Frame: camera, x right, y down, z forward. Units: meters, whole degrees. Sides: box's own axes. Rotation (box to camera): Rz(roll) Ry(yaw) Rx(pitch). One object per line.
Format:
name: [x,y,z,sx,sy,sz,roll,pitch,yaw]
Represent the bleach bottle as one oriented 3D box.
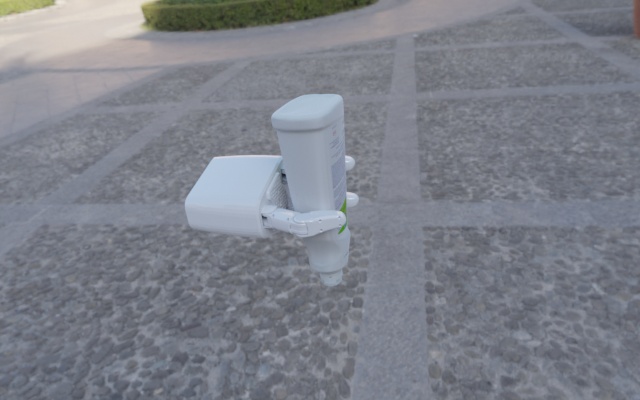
bleach bottle: [0.000,0.002,0.597,0.068,0.251,0.102,4,28,20]
